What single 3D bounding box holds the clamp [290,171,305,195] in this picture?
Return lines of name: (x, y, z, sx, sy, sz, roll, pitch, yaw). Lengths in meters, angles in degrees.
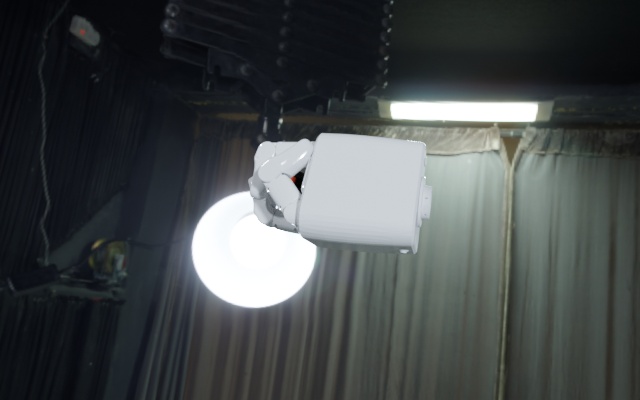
clamp: (0.000, 0.001, 0.571, 0.120, 0.039, 0.171, 6, -11, 15)
